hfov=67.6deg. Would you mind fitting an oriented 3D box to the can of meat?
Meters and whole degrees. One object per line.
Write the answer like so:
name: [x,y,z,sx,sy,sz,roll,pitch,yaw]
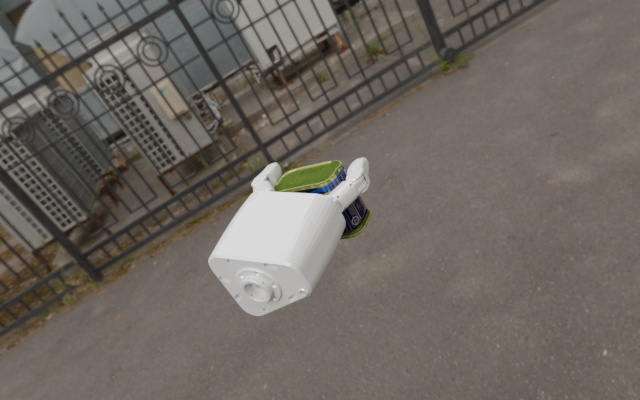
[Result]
can of meat: [0.000,0.002,0.601,0.102,0.084,0.057,-10,33,35]
